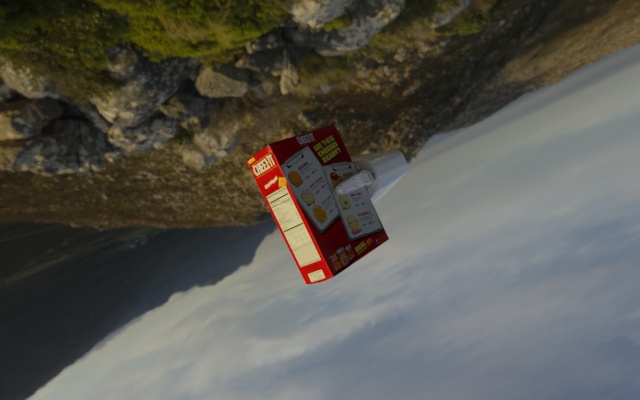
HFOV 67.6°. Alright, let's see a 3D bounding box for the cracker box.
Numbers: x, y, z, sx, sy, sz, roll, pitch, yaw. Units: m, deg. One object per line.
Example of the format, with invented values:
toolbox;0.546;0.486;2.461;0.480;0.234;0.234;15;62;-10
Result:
cracker box;0.000;0.003;0.756;0.072;0.213;0.164;-27;-1;42
